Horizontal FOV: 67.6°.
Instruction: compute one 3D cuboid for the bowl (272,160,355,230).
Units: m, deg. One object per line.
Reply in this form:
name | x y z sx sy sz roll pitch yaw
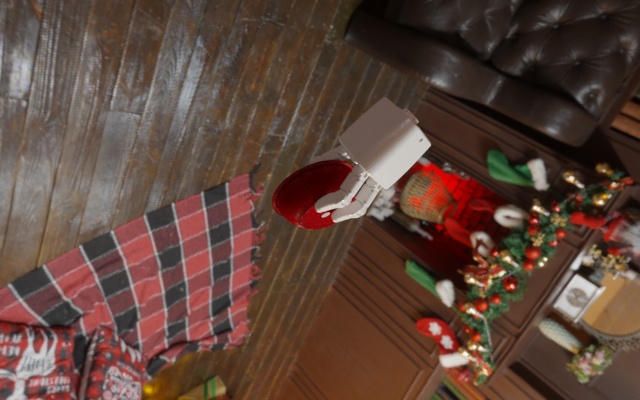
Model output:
bowl | -0.001 0.004 0.828 0.162 0.055 0.162 -18 -31 -11
